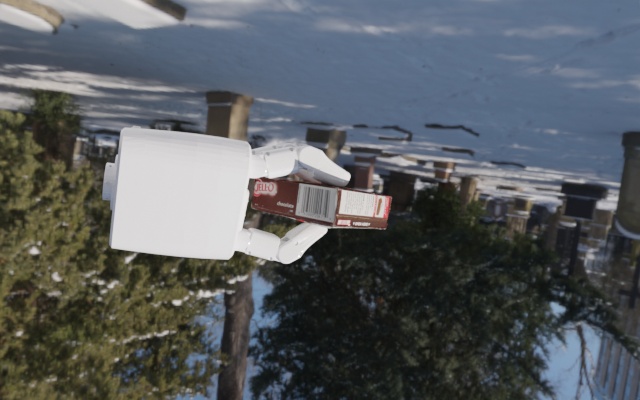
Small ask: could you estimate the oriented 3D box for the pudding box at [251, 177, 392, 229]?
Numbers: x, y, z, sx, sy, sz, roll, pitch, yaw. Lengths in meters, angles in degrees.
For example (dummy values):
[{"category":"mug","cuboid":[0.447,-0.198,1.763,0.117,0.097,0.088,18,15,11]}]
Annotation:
[{"category":"pudding box","cuboid":[0.000,0.002,0.482,0.113,0.039,0.090,13,5,40]}]
